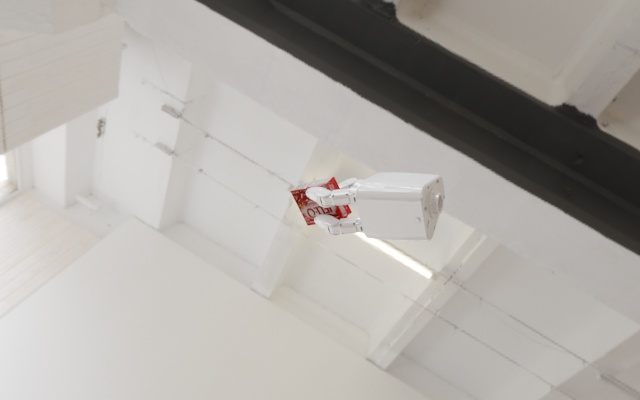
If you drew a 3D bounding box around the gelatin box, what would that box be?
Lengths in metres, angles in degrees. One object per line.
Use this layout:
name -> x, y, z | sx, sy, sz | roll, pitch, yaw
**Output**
gelatin box -> 0.000, 0.003, 0.825 | 0.089, 0.073, 0.030 | -9, 25, 41
